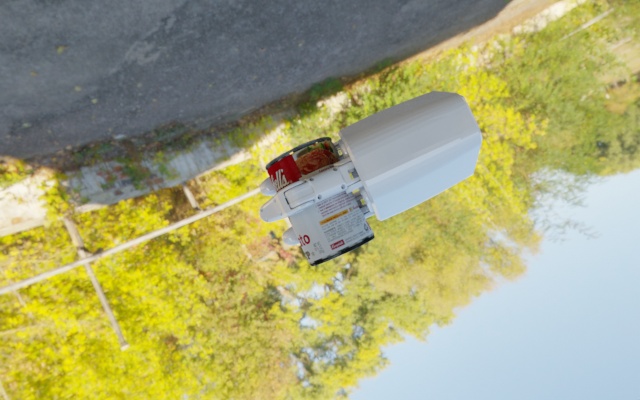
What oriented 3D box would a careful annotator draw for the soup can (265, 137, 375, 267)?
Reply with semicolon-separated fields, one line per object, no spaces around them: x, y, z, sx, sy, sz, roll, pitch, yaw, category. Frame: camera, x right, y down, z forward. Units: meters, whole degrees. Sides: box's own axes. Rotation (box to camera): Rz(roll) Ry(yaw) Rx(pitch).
0.000;0.002;0.444;0.068;0.102;0.068;-25;-3;-1;soup can
